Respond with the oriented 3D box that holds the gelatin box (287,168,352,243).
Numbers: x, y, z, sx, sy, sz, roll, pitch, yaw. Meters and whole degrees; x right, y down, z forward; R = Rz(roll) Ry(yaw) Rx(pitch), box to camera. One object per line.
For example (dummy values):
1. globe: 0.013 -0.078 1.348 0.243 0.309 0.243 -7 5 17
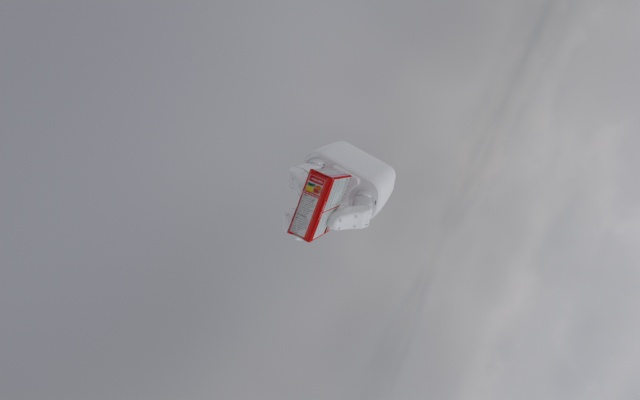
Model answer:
1. gelatin box: 0.000 0.002 0.530 0.030 0.073 0.089 23 11 12
